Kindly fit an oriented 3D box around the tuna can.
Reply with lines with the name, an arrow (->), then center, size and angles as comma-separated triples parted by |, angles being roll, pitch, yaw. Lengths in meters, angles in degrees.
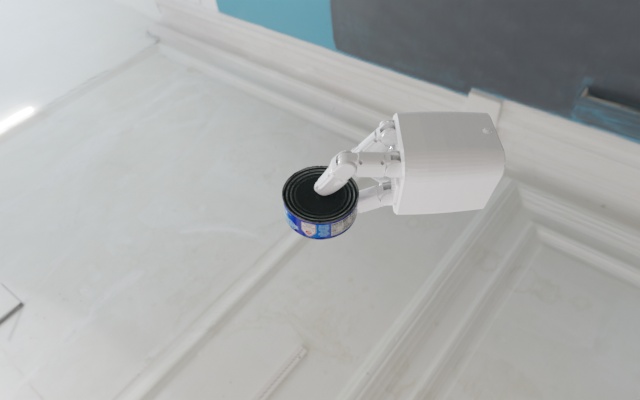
tuna can -> 0.000, 0.002, 0.541 | 0.086, 0.086, 0.034 | 0, -41, 0
